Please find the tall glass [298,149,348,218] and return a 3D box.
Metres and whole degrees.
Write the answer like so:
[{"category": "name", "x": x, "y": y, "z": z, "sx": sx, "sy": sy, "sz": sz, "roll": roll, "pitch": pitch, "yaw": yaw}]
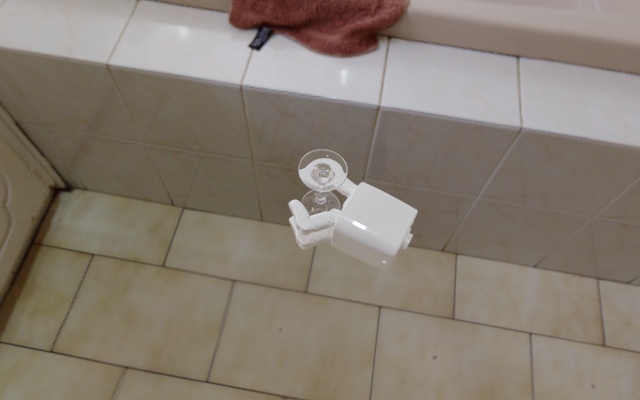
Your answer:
[{"category": "tall glass", "x": 0.000, "y": 0.002, "z": 0.796, "sx": 0.079, "sy": 0.079, "sz": 0.201, "roll": 0, "pitch": -29, "yaw": -3}]
